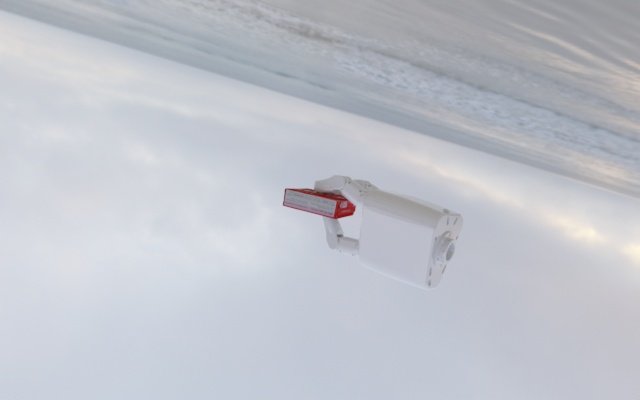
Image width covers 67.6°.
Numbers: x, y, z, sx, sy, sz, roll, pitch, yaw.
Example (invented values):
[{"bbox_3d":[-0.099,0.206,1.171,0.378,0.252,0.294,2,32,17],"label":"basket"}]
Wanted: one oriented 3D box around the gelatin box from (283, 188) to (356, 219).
[{"bbox_3d":[0.000,0.003,0.707,0.089,0.030,0.073,12,7,23],"label":"gelatin box"}]
